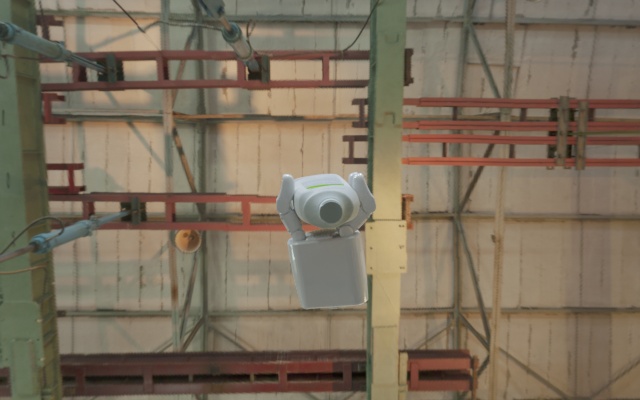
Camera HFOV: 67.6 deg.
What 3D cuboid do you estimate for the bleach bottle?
[{"bbox_3d":[0.000,0.002,0.709,0.102,0.068,0.251,-10,7,-1],"label":"bleach bottle"}]
